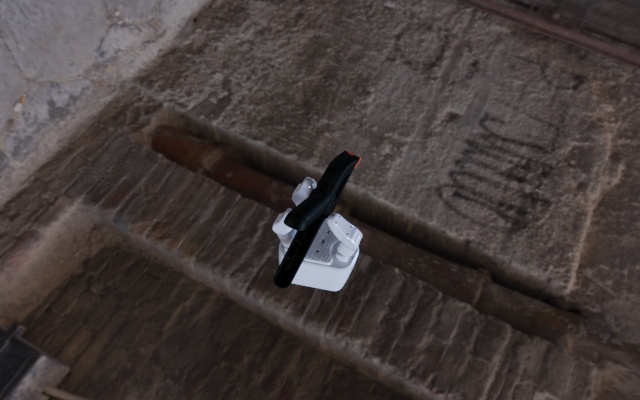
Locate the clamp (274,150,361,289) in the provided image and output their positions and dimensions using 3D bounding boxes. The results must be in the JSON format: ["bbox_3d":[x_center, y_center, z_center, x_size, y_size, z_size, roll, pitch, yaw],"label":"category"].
[{"bbox_3d":[0.001,0.002,0.626,0.036,0.210,0.165,28,-28,8],"label":"clamp"}]
